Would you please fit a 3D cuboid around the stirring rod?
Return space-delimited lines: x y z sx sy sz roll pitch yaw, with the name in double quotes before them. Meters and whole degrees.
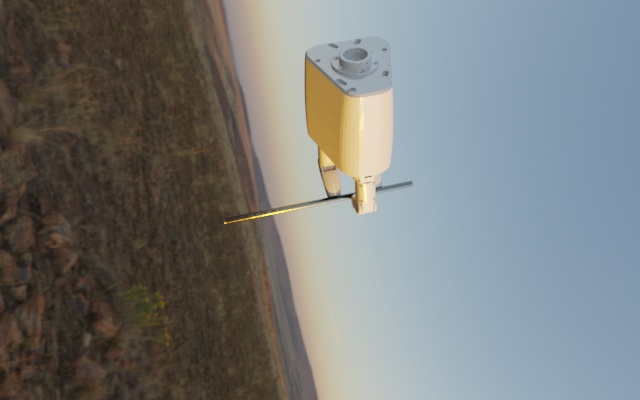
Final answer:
"stirring rod" 0.000 0.002 0.598 0.239 0.011 0.011 -11 1 -7
